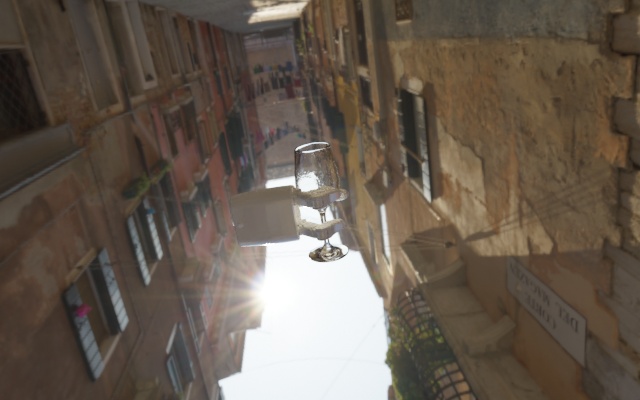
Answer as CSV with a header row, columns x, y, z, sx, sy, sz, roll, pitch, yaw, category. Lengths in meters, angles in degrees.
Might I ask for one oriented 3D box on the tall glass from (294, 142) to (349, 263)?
x,y,z,sx,sy,sz,roll,pitch,yaw,category
0.000,0.003,0.836,0.079,0.201,0.079,-8,19,3,tall glass
